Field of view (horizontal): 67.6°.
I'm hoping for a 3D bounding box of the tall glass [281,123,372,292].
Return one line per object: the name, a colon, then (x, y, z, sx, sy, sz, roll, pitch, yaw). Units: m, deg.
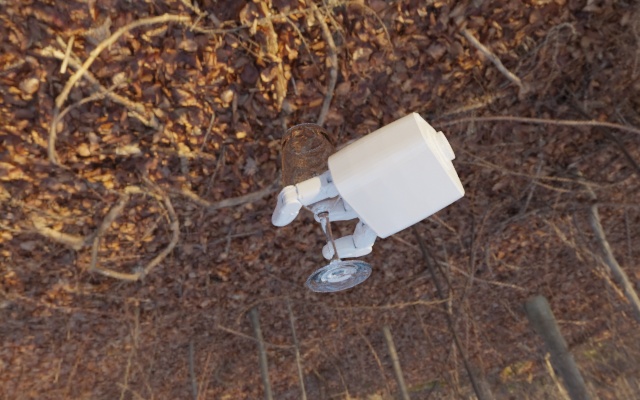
tall glass: (0.000, 0.002, 0.572, 0.079, 0.201, 0.079, -11, -31, -7)
